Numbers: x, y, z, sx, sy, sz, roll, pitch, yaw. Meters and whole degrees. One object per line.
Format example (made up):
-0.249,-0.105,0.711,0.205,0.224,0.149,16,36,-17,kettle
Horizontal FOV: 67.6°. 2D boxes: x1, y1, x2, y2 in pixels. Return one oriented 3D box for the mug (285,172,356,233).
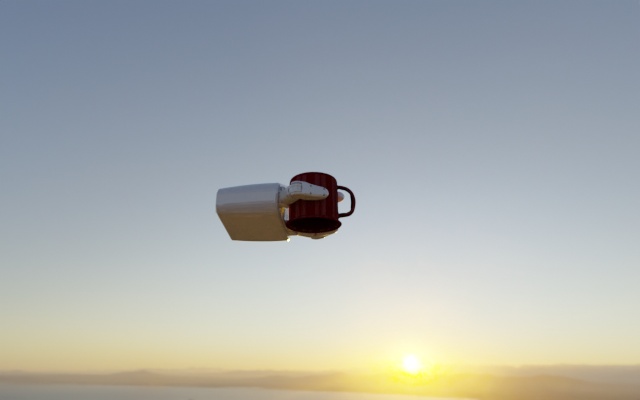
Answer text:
0.002,0.002,0.795,0.117,0.081,0.093,-3,-20,8,mug
